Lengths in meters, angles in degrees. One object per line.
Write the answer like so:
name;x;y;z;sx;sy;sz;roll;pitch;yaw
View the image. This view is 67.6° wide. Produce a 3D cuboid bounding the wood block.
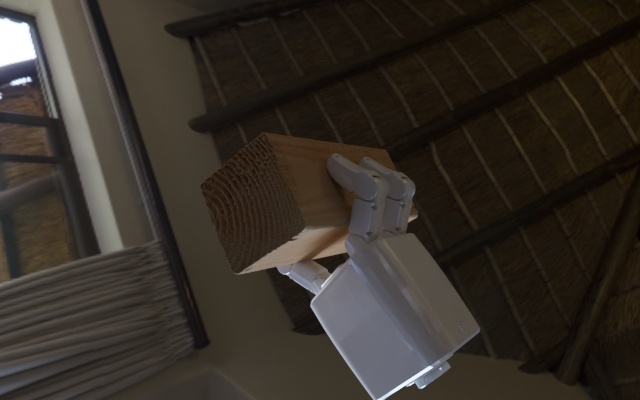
wood block;0.000;0.002;0.471;0.091;0.090;0.206;-34;-18;31
